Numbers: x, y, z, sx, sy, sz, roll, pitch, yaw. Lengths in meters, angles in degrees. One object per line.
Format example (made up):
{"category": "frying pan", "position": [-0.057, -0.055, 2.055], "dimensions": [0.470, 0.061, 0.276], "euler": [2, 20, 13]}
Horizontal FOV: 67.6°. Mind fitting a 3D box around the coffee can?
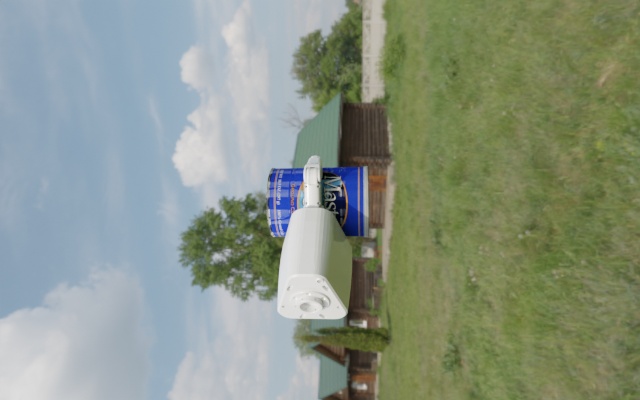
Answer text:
{"category": "coffee can", "position": [0.000, 0.002, 0.696], "dimensions": [0.140, 0.103, 0.103], "euler": [-1, 0, 5]}
